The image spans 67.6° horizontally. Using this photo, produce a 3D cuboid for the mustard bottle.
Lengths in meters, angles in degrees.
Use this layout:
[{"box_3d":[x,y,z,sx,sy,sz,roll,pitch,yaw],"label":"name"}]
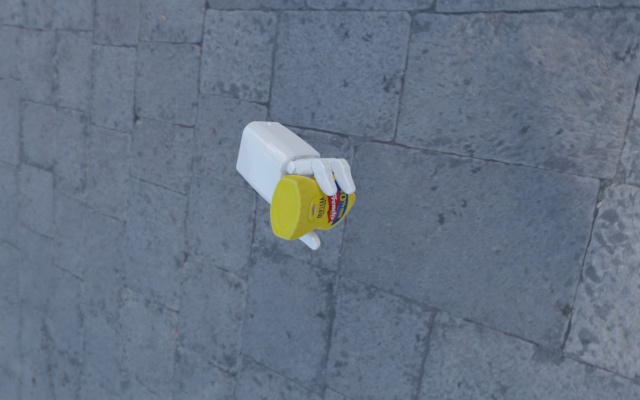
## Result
[{"box_3d":[0.000,0.003,0.781,0.058,0.096,0.191,15,14,33],"label":"mustard bottle"}]
